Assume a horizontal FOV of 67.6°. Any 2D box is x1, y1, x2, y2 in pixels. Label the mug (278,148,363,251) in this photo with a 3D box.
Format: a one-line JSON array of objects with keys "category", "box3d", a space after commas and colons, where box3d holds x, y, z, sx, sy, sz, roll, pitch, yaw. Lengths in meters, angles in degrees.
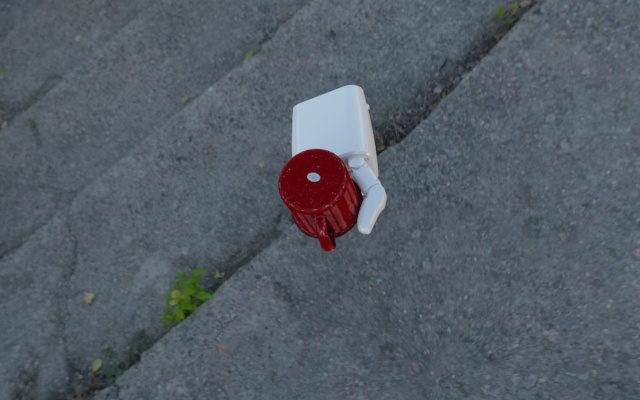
[{"category": "mug", "box3d": [0.000, 0.003, 0.560, 0.093, 0.117, 0.081, -9, -24, 10]}]
